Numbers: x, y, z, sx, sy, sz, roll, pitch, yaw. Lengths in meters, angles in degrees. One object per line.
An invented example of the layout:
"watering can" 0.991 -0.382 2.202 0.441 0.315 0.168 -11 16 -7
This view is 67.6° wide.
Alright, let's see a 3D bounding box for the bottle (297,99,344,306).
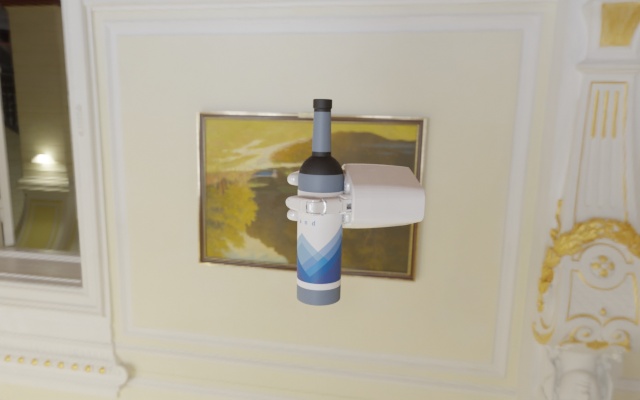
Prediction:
"bottle" 0.000 0.003 0.698 0.069 0.296 0.069 1 10 0
